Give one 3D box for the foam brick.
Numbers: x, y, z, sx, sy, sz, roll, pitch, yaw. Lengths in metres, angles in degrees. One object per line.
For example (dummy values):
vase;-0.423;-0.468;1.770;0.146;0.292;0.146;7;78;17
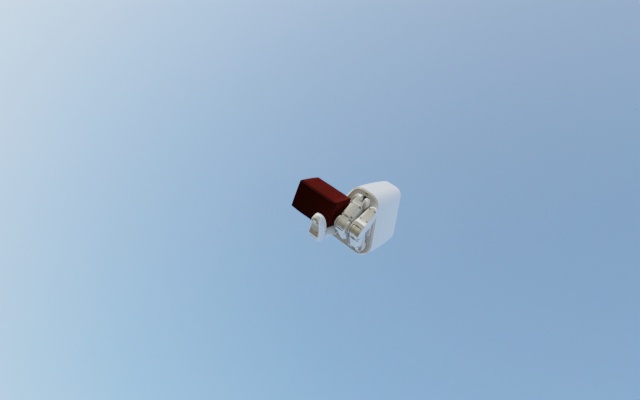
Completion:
foam brick;0.000;0.002;0.815;0.078;0.053;0.051;35;27;23
